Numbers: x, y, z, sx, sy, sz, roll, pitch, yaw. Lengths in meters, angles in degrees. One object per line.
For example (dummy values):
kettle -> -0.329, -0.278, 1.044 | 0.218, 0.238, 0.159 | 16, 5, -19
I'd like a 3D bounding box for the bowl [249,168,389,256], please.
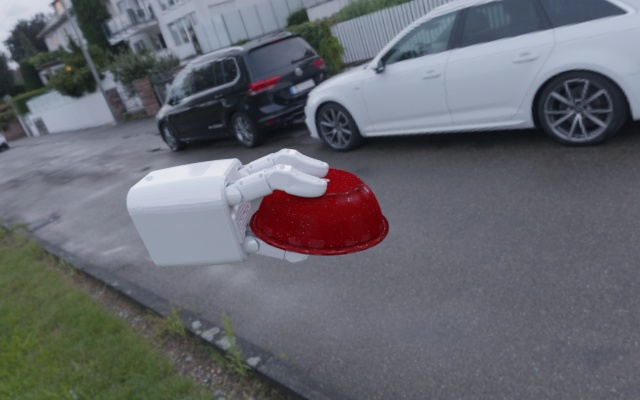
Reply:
bowl -> 0.001, 0.001, 0.546 | 0.162, 0.055, 0.162 | 2, 22, -1
